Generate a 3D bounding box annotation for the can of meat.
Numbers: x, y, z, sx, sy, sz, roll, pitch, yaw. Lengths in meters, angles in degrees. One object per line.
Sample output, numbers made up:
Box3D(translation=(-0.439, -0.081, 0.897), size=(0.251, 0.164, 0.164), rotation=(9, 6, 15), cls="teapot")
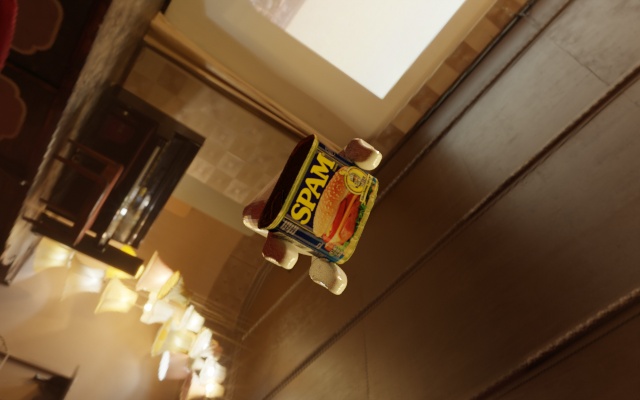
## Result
Box3D(translation=(0.000, 0.002, 0.467), size=(0.084, 0.102, 0.057), rotation=(31, -18, -20), cls="can of meat")
